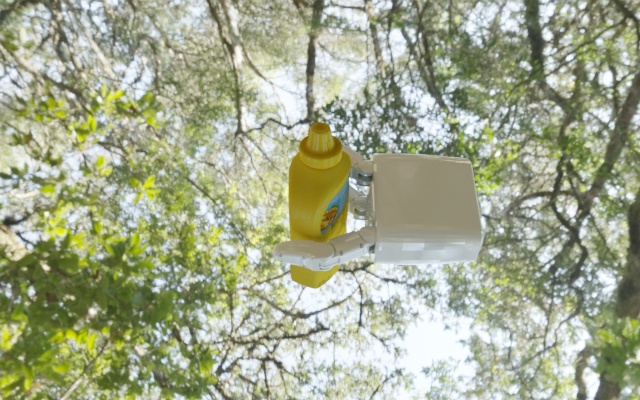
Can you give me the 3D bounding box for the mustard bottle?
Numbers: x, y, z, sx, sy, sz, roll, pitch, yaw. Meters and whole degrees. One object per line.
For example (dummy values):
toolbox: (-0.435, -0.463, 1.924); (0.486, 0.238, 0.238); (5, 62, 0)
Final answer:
mustard bottle: (0.000, 0.002, 0.499); (0.058, 0.192, 0.096); (19, 48, 16)
